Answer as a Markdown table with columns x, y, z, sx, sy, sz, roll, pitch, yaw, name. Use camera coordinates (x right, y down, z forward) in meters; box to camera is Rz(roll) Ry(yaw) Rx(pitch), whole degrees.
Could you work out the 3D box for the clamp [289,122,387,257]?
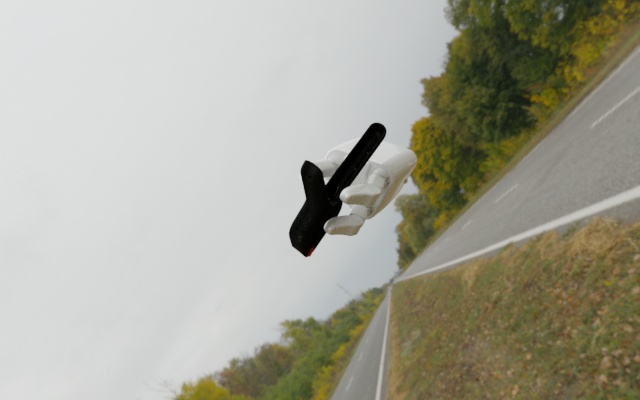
| x | y | z | sx | sy | sz | roll | pitch | yaw | name |
| --- | --- | --- | --- | --- | --- | --- | --- | --- | --- |
| -0.001 | 0.002 | 0.617 | 0.036 | 0.210 | 0.164 | 39 | 35 | 17 | clamp |
